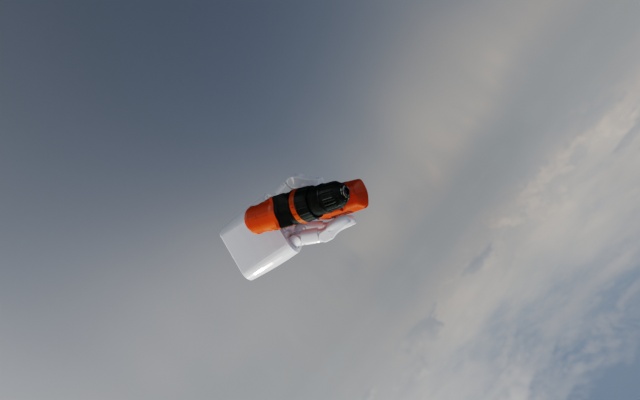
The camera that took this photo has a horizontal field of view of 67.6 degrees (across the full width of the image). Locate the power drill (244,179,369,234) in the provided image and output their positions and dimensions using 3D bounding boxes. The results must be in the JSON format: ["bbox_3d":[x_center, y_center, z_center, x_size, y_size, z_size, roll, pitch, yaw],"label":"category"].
[{"bbox_3d":[0.000,0.003,0.751,0.184,0.057,0.187,-15,-4,34],"label":"power drill"}]
